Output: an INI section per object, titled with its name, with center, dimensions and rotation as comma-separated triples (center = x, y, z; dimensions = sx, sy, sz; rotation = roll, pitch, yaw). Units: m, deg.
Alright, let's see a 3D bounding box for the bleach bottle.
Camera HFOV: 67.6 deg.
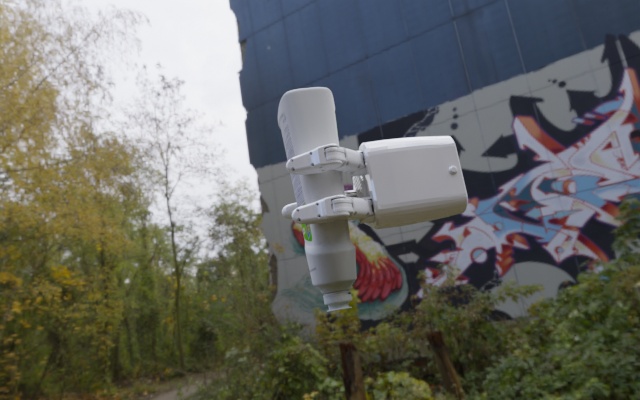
[bleach bottle]
center = 0.000, 0.002, 0.560
dimensions = 0.068, 0.250, 0.102
rotation = -8, -13, -8
